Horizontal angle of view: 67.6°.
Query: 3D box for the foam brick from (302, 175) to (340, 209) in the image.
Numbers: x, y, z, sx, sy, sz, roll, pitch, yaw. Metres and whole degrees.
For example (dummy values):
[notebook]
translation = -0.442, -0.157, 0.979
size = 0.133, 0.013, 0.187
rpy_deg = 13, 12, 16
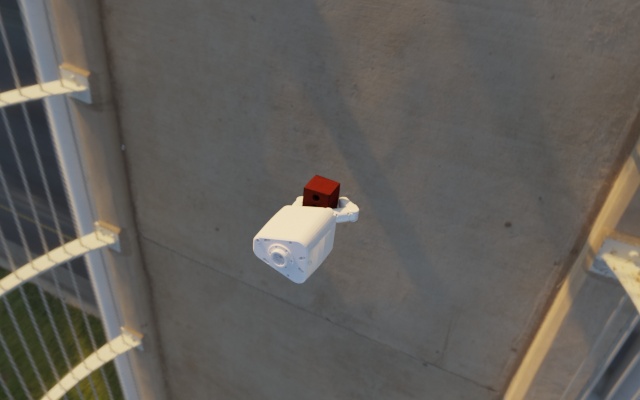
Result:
[foam brick]
translation = 0.000, 0.003, 0.884
size = 0.053, 0.078, 0.051
rpy_deg = 18, 35, 19
